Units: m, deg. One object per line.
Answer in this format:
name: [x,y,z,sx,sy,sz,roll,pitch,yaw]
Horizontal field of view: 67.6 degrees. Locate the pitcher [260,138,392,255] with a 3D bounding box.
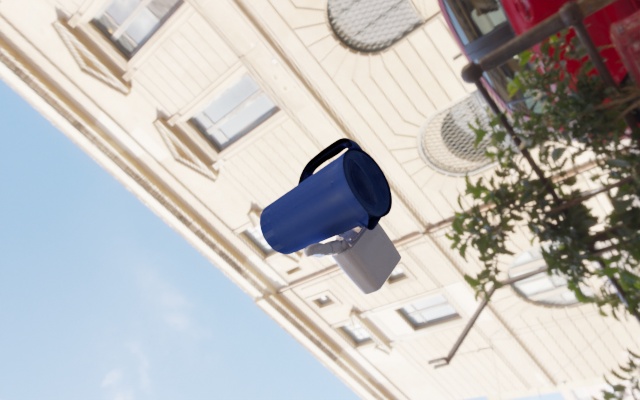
pitcher: [0.000,0.003,0.892,0.243,0.145,0.149,-29,16,35]
